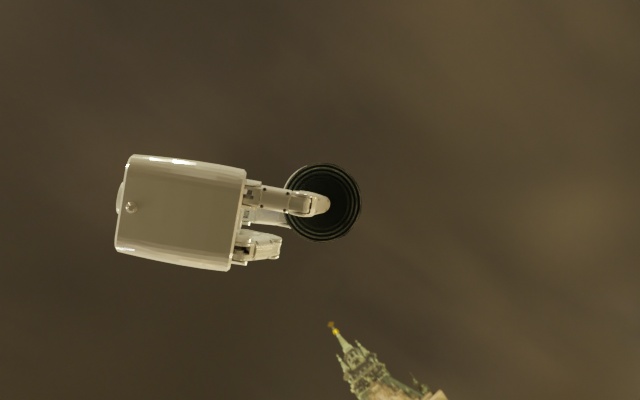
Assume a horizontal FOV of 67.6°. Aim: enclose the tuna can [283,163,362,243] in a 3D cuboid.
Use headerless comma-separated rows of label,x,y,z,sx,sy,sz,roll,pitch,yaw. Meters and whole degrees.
tuna can,0.000,0.002,0.522,0.086,0.086,0.034,0,4,-7
